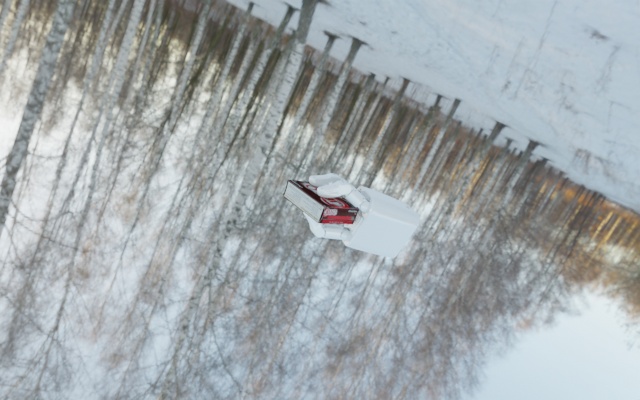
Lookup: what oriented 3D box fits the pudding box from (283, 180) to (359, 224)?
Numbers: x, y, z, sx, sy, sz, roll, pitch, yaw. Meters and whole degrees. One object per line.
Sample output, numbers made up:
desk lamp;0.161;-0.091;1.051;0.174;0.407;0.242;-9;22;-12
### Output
pudding box;0.000;0.003;0.862;0.090;0.039;0.113;5;20;-45
